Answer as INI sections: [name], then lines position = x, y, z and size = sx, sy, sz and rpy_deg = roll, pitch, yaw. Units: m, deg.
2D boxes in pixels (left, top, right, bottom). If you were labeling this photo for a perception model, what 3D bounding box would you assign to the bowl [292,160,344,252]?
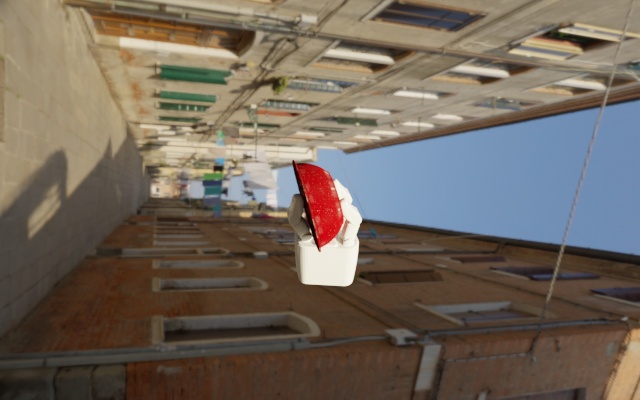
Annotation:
[bowl]
position = 0.000, 0.002, 0.800
size = 0.055, 0.162, 0.162
rpy_deg = -17, 1, -4
